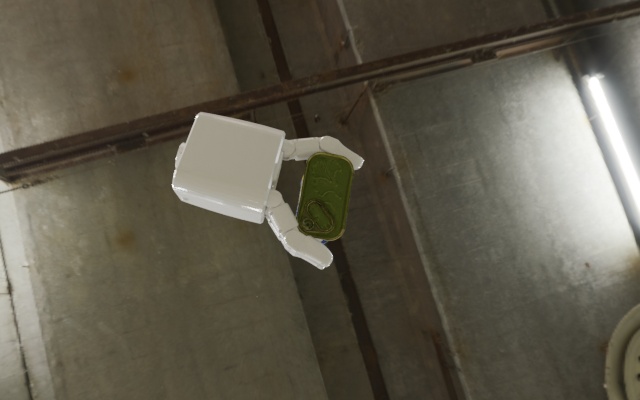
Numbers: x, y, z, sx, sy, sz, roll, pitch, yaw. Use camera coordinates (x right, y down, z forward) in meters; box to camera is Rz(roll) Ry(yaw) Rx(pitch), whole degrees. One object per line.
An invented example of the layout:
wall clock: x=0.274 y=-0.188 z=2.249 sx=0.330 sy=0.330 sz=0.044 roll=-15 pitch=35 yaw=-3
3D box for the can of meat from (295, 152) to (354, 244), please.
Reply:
can of meat: x=0.000 y=0.002 z=0.586 sx=0.057 sy=0.102 sz=0.084 roll=11 pitch=-12 yaw=-6
